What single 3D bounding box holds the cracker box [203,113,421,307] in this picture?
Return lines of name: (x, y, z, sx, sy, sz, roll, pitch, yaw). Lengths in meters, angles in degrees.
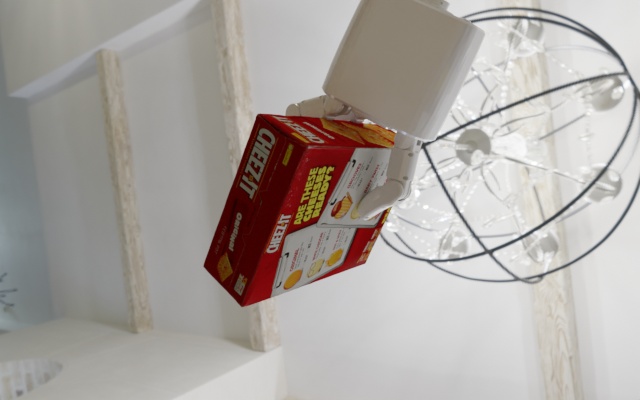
cracker box: (0.000, 0.002, 0.493, 0.072, 0.164, 0.213, 36, 24, 29)
